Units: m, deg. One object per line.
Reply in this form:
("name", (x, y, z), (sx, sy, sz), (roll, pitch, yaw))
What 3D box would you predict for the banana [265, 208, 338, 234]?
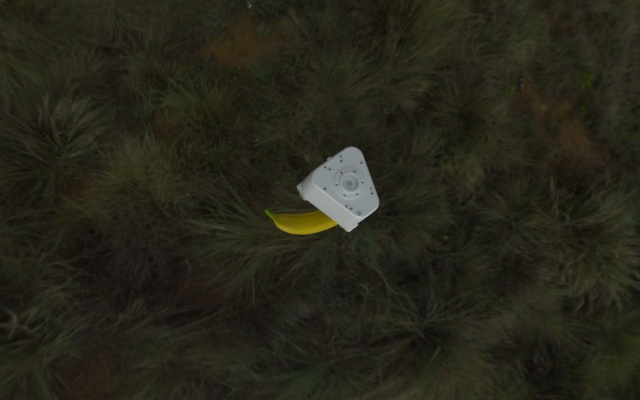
("banana", (0.001, 0.021, 0.870), (0.198, 0.069, 0.037), (-13, -15, -6))
